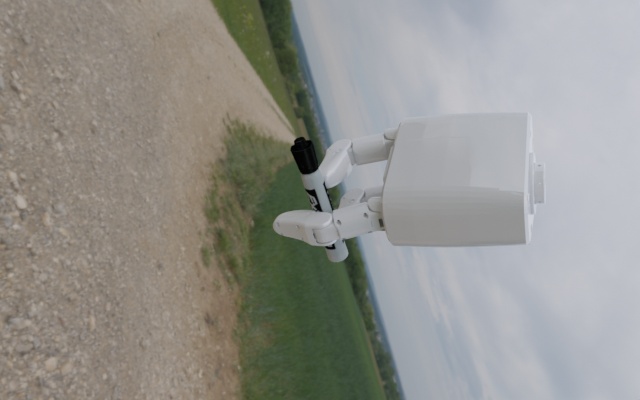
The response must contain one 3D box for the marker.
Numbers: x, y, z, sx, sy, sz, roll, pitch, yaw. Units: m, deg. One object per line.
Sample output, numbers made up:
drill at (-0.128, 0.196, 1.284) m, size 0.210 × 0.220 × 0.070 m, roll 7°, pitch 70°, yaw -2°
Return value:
marker at (0.000, 0.001, 0.404) m, size 0.020 × 0.121 × 0.020 m, roll -13°, pitch 31°, yaw 8°
